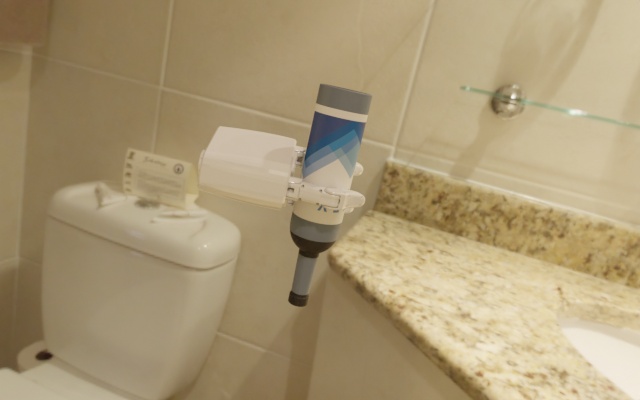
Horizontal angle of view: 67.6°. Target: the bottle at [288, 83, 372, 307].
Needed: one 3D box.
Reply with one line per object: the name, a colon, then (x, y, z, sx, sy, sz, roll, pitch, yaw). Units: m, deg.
bottle: (0.000, 0.002, 0.624, 0.069, 0.296, 0.069, 12, 15, -3)
